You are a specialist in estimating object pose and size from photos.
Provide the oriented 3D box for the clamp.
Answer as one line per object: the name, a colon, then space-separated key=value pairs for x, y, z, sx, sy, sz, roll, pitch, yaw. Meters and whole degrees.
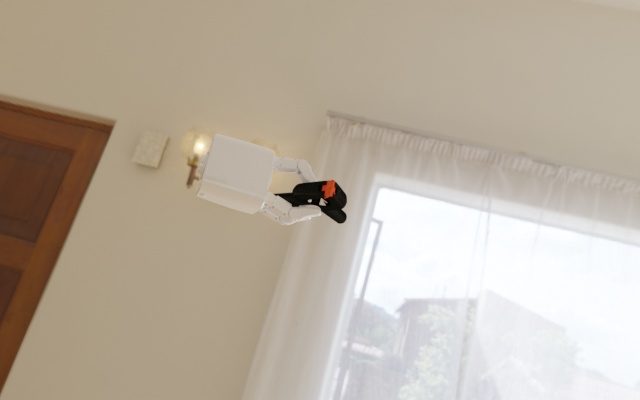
clamp: x=0.000 y=0.002 z=0.849 sx=0.164 sy=0.036 sz=0.210 roll=14 pitch=-14 yaw=-17
